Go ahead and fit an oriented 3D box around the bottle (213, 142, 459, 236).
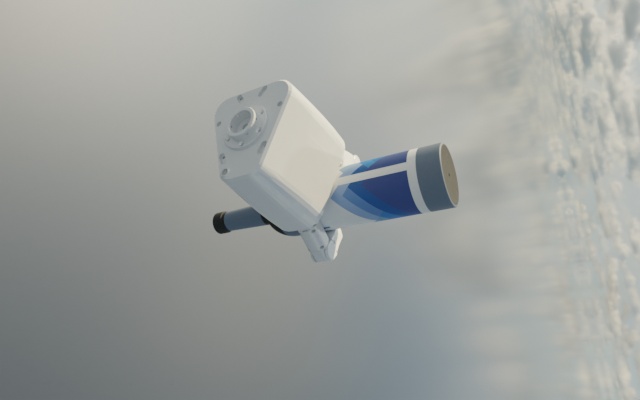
[{"bbox_3d":[0.000,0.002,0.540,0.296,0.069,0.069,-12,-6,27],"label":"bottle"}]
